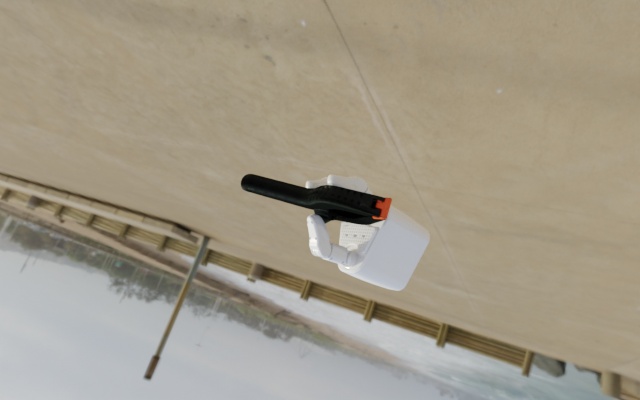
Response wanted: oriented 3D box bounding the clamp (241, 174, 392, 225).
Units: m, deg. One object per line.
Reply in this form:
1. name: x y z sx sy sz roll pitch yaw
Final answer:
1. clamp: 0.000 0.003 0.643 0.164 0.036 0.210 26 -16 -35
